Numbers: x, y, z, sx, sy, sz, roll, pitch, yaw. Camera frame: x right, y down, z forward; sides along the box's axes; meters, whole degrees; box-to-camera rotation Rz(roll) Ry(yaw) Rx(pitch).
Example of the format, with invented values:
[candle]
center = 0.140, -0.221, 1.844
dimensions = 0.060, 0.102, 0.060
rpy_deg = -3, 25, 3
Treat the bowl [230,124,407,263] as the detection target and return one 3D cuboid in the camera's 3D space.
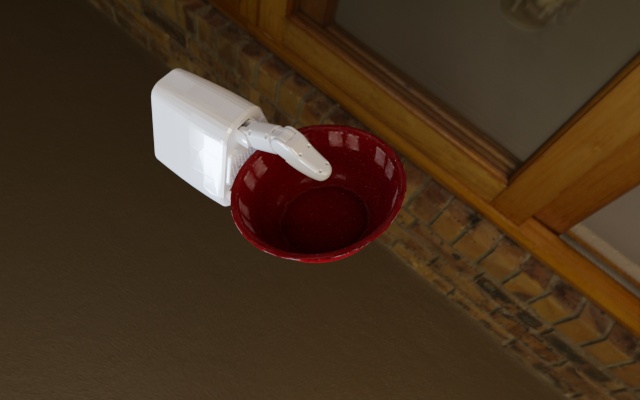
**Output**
[bowl]
center = 0.001, 0.002, 0.452
dimensions = 0.162, 0.162, 0.055
rpy_deg = 0, -39, 11
